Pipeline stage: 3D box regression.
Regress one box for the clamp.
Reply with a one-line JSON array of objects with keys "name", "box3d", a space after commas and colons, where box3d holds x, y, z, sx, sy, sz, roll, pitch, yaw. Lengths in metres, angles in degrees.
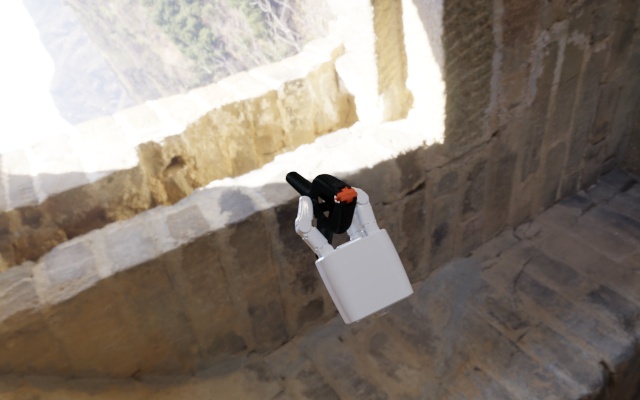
[{"name": "clamp", "box3d": [0.000, 0.003, 0.747, 0.036, 0.164, 0.210, -22, -10, -21]}]
